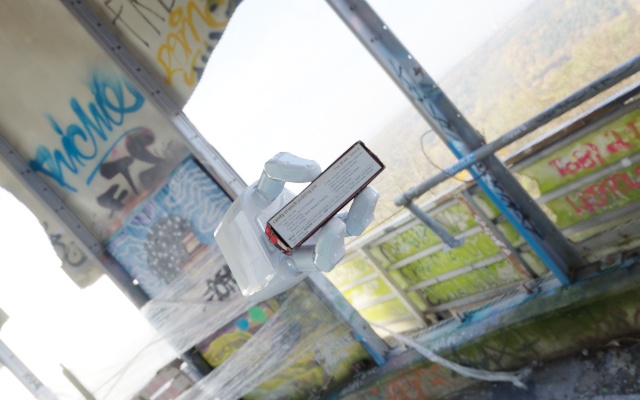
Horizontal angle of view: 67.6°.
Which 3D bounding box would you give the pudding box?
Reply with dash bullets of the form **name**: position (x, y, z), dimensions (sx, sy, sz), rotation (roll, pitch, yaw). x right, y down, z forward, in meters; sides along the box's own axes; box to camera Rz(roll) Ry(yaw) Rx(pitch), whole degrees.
- **pudding box**: position (0.000, 0.001, 0.444), dimensions (0.113, 0.039, 0.090), rotation (-44, 0, -11)
